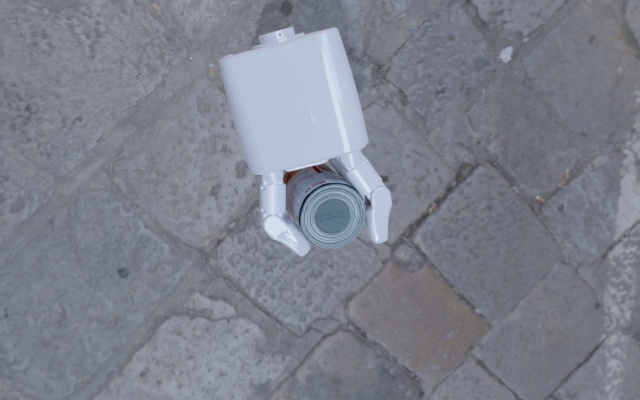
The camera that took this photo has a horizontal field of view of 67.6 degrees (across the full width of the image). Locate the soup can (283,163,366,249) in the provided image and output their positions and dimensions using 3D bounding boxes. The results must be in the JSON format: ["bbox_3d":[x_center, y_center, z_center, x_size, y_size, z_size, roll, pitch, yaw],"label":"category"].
[{"bbox_3d":[0.000,0.002,0.496,0.068,0.068,0.102,0,16,-15],"label":"soup can"}]
